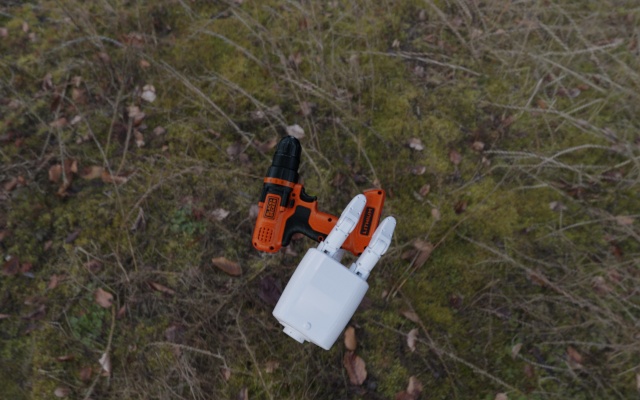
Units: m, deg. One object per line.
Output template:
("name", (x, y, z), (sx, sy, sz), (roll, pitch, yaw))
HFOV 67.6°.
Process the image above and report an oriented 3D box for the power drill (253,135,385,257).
("power drill", (0.000, 0.003, 0.728), (0.187, 0.184, 0.057), (12, -4, 12))
